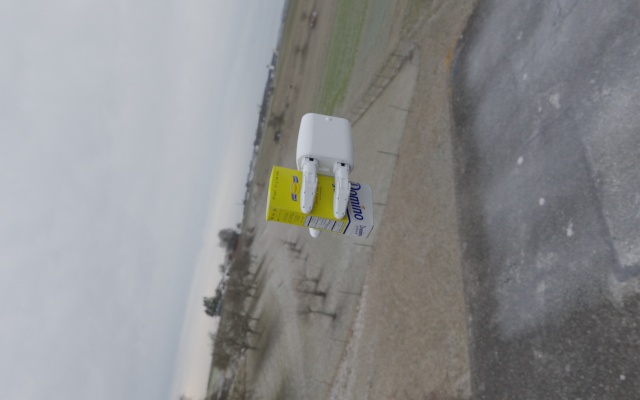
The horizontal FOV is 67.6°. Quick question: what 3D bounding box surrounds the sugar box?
[{"bbox_3d":[0.000,0.002,0.802,0.176,0.093,0.048,9,-40,-8],"label":"sugar box"}]
